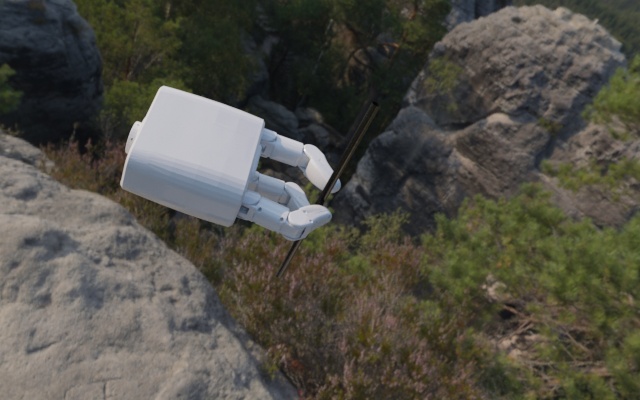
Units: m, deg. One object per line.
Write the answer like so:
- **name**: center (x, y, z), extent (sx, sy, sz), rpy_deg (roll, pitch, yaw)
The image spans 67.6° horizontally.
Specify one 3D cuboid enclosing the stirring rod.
- **stirring rod**: center (0.000, 0.002, 0.485), extent (0.011, 0.240, 0.011), rpy_deg (19, 37, -15)
